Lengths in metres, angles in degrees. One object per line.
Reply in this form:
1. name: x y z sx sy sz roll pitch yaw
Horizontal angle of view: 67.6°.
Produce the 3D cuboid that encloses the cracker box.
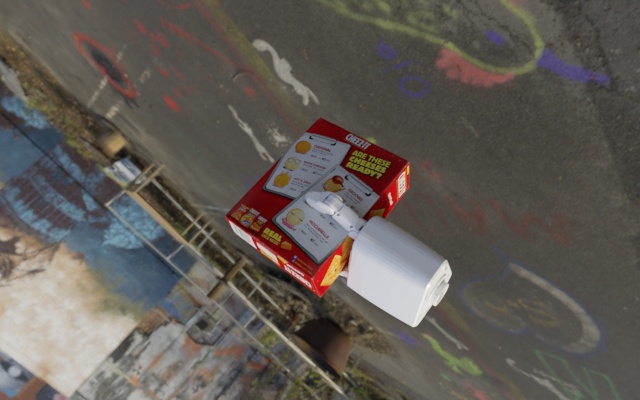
1. cracker box: 0.000 0.002 0.678 0.164 0.213 0.072 31 -22 26
